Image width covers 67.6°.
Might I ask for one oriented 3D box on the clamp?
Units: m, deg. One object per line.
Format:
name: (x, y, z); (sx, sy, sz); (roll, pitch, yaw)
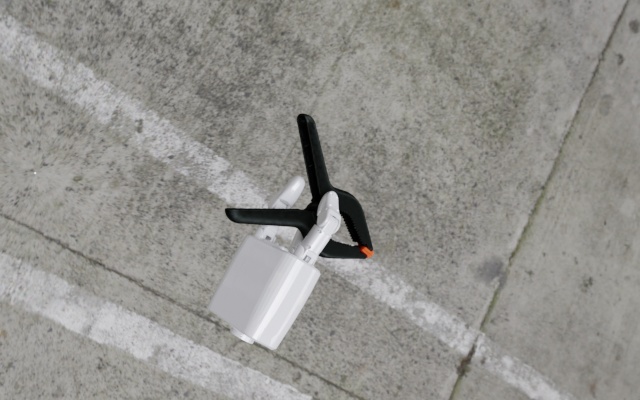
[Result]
clamp: (0.001, 0.003, 0.623); (0.210, 0.164, 0.036); (36, -13, -27)
